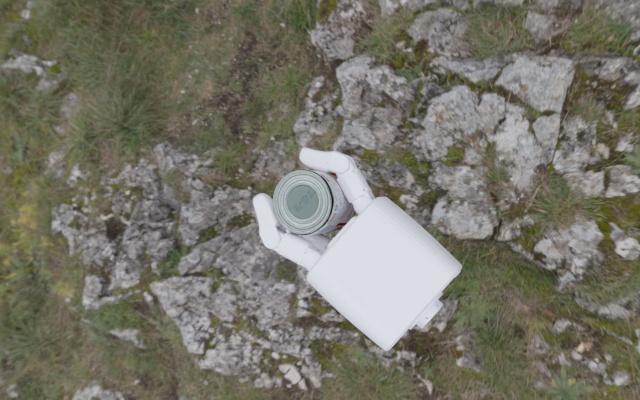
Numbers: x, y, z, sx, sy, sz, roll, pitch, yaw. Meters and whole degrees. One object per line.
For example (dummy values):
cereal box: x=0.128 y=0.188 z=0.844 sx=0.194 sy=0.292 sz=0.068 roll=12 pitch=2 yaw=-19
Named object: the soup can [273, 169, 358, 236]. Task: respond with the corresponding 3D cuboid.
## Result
soup can: x=0.000 y=0.001 z=0.521 sx=0.068 sy=0.068 sz=0.102 roll=0 pitch=0 yaw=22
